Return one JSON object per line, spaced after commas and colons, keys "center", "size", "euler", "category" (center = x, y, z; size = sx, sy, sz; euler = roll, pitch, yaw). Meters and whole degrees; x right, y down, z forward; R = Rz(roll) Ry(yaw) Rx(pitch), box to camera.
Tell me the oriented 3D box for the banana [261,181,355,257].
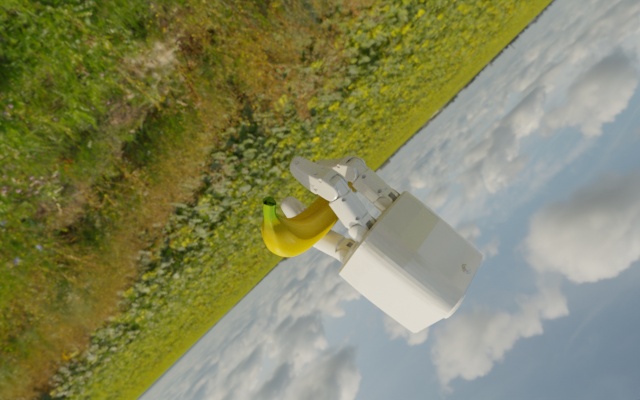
{"center": [-0.009, 0.018, 0.496], "size": [0.037, 0.070, 0.198], "euler": [33, 21, 15], "category": "banana"}
